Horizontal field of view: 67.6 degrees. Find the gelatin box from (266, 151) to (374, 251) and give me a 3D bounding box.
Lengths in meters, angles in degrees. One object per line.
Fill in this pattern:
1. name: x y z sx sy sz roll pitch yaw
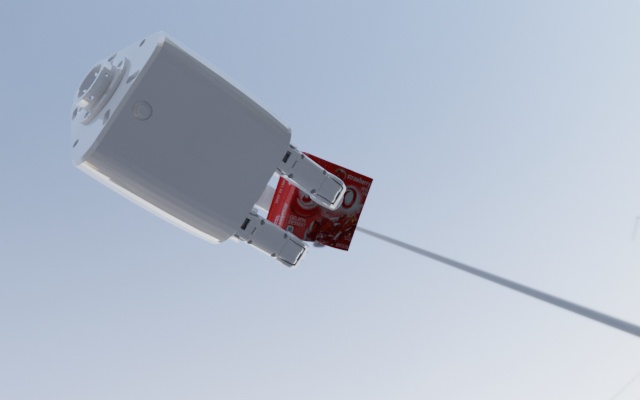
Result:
1. gelatin box: 0.000 0.001 0.427 0.089 0.073 0.030 18 2 -43
